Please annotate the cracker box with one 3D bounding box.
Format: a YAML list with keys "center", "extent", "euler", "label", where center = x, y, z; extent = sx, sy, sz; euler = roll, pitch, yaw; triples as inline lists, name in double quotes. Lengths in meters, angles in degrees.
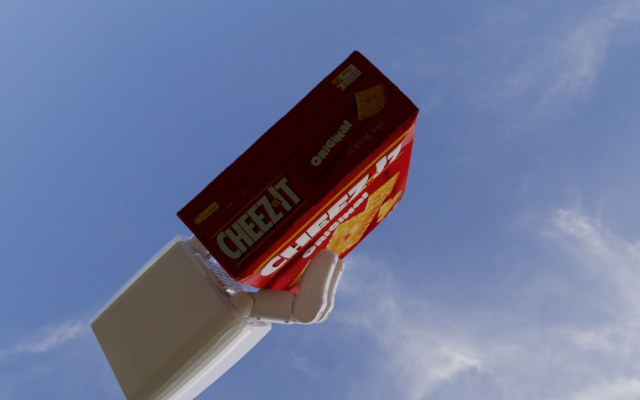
- center: [0.000, 0.001, 0.406]
  extent: [0.164, 0.072, 0.214]
  euler: [-44, -15, -4]
  label: "cracker box"
